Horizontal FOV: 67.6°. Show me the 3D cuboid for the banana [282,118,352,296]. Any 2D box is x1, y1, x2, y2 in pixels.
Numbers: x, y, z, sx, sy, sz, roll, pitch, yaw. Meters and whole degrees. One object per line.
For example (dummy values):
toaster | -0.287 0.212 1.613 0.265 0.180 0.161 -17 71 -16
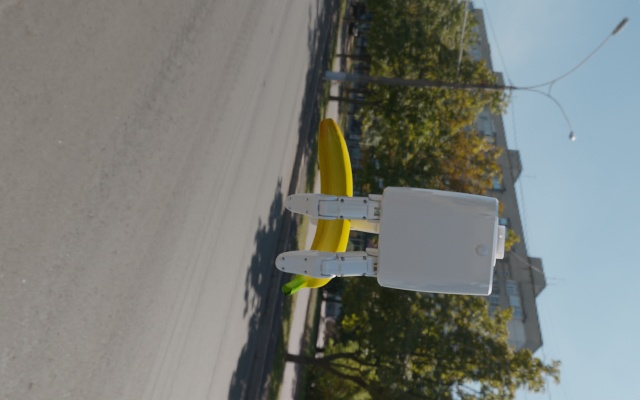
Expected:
banana | 0.008 0.011 0.524 0.037 0.197 0.070 2 -17 31
